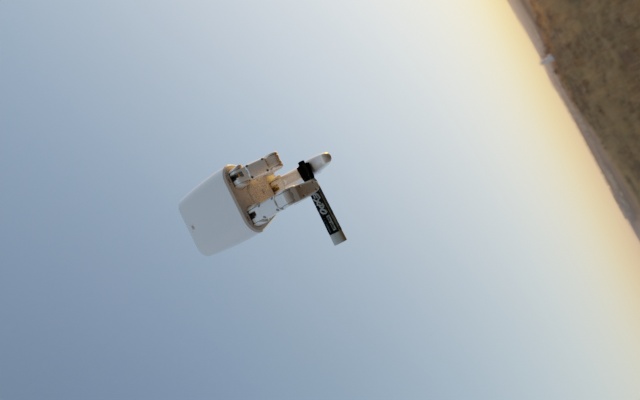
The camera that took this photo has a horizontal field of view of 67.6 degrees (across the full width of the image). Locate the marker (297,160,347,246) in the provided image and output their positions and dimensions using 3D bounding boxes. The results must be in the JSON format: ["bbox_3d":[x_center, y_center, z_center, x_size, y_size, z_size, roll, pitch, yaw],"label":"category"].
[{"bbox_3d":[0.000,0.002,0.633,0.020,0.121,0.020,-26,-3,-2],"label":"marker"}]
